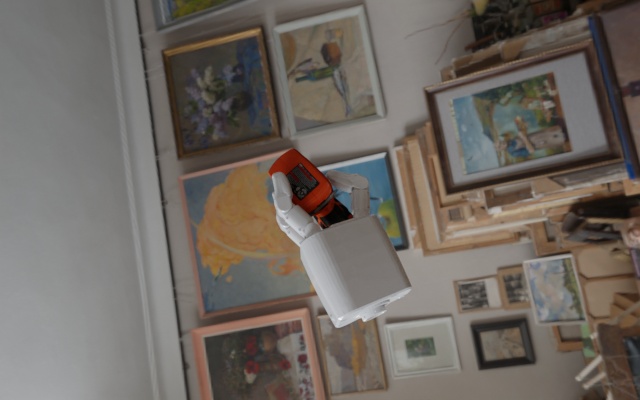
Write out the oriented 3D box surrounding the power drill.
[{"bbox_3d":[0.000,0.002,0.713,0.184,0.057,0.188,45,0,38],"label":"power drill"}]
